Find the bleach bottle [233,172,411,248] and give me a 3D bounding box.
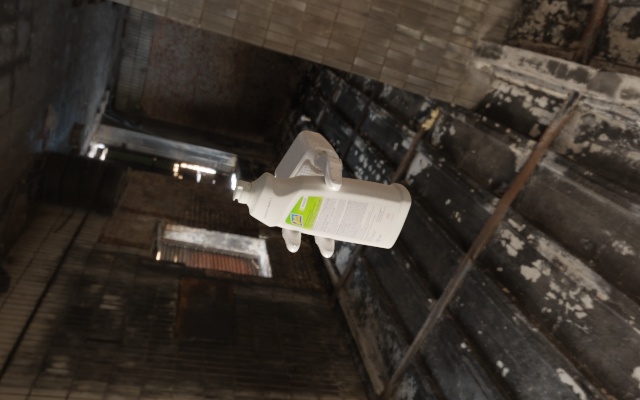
[{"bbox_3d":[0.000,0.002,0.704,0.251,0.103,0.068,12,22,-17],"label":"bleach bottle"}]
